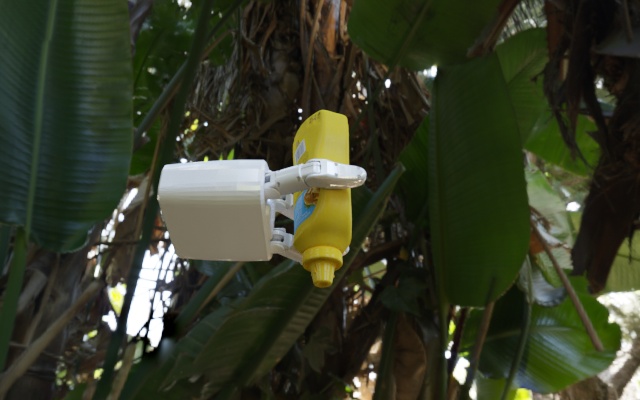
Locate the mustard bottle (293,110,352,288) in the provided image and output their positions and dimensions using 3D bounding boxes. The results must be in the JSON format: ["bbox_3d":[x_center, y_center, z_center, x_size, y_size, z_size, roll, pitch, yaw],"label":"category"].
[{"bbox_3d":[0.000,0.002,0.522,0.058,0.191,0.096,12,-34,-20],"label":"mustard bottle"}]
